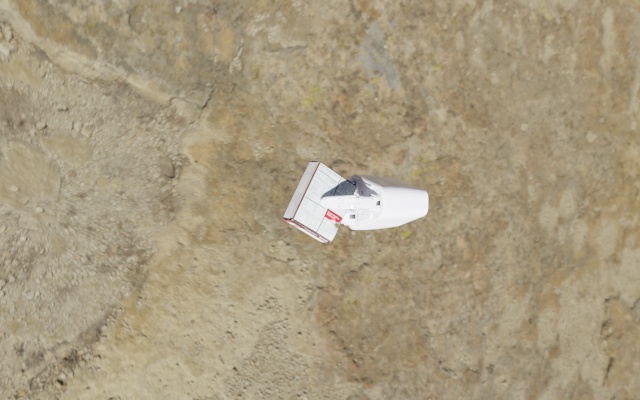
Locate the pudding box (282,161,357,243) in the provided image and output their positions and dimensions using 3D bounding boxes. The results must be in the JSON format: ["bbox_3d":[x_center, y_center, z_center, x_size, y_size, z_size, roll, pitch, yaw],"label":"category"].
[{"bbox_3d":[0.000,0.003,0.799,0.090,0.113,0.039,33,-17,-28],"label":"pudding box"}]
